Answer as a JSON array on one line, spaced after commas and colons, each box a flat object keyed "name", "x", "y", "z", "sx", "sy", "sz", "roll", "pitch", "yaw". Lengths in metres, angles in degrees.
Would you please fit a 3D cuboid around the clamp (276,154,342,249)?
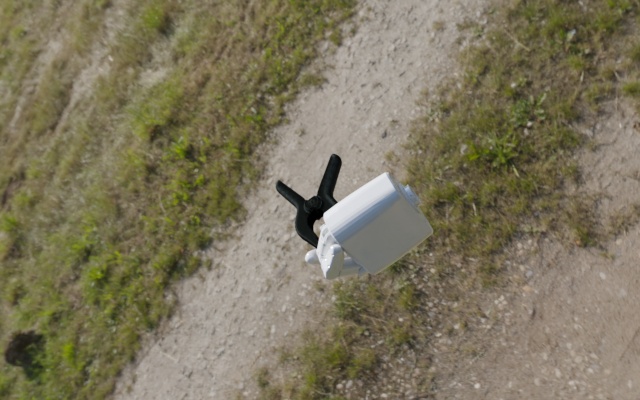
[{"name": "clamp", "x": 0.000, "y": 0.002, "z": 0.752, "sx": 0.120, "sy": 0.171, "sz": 0.039, "roll": -35, "pitch": -38, "yaw": 13}]
